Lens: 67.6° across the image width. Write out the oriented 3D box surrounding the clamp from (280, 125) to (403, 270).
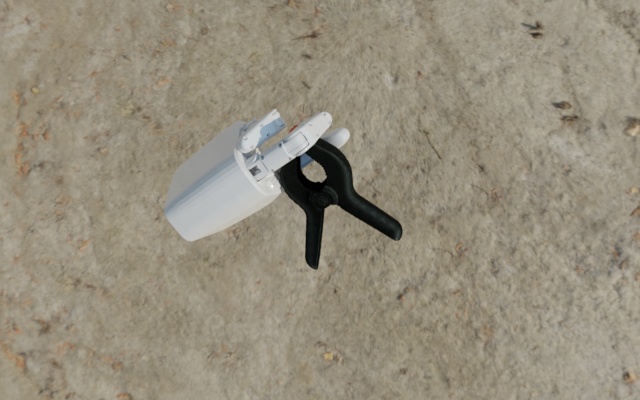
[{"bbox_3d":[0.000,0.002,0.535,0.120,0.171,0.039,-33,15,15],"label":"clamp"}]
